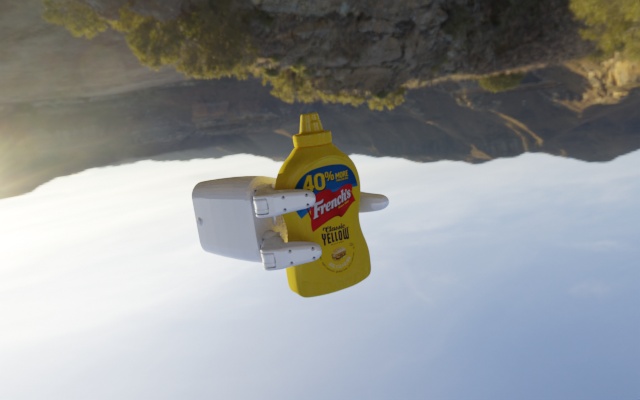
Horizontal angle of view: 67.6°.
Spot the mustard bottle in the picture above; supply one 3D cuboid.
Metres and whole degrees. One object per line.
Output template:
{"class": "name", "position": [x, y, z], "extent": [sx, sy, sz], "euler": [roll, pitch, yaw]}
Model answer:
{"class": "mustard bottle", "position": [0.000, 0.002, 0.520], "extent": [0.096, 0.192, 0.058], "euler": [-13, 12, -26]}
